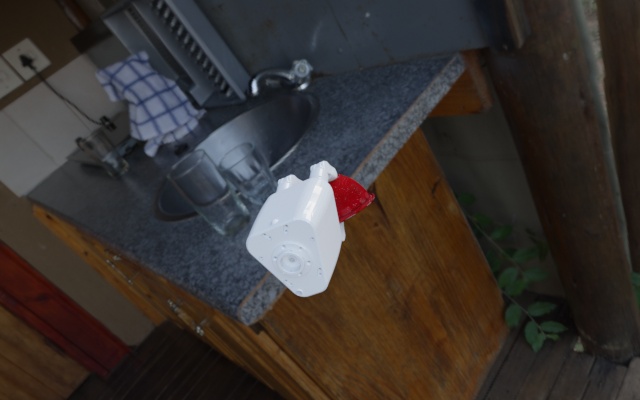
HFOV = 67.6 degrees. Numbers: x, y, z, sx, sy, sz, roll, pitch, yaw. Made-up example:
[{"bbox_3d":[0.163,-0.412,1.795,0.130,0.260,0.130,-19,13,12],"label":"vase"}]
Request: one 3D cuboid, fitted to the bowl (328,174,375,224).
[{"bbox_3d":[0.000,0.002,0.745,0.162,0.055,0.162,-25,9,4],"label":"bowl"}]
